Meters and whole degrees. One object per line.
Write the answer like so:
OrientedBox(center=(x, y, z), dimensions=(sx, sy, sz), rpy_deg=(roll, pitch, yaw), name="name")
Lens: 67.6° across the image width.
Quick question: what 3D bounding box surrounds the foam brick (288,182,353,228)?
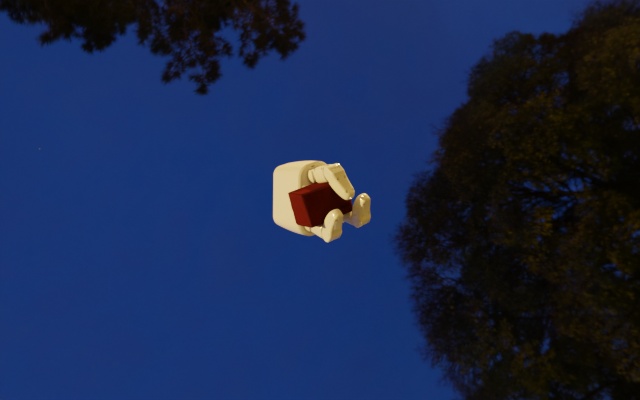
OrientedBox(center=(0.000, 0.002, 0.712), dimensions=(0.078, 0.053, 0.051), rpy_deg=(-21, 13, -28), name="foam brick")
